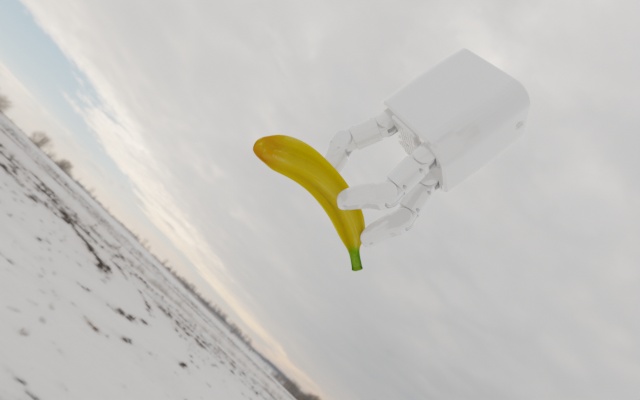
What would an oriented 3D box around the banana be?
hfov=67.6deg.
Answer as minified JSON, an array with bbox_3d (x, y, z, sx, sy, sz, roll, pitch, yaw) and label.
[{"bbox_3d":[0.001,-0.010,0.473,0.037,0.069,0.198,-24,-49,20],"label":"banana"}]
